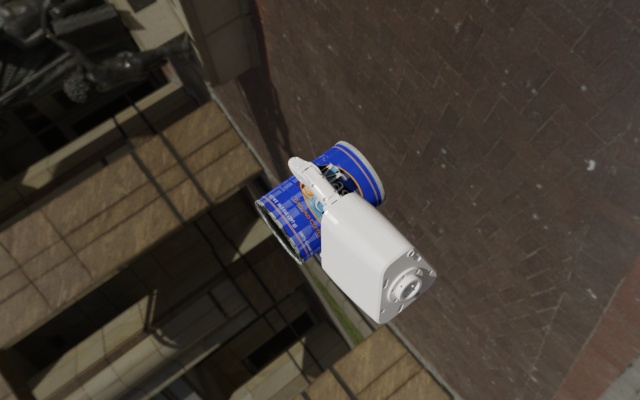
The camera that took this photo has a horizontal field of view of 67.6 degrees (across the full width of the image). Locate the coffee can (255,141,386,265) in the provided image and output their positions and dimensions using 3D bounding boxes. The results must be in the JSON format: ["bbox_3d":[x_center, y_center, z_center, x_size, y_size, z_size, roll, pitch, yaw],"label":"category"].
[{"bbox_3d":[0.000,0.002,0.632,0.140,0.103,0.103,-36,9,-12],"label":"coffee can"}]
